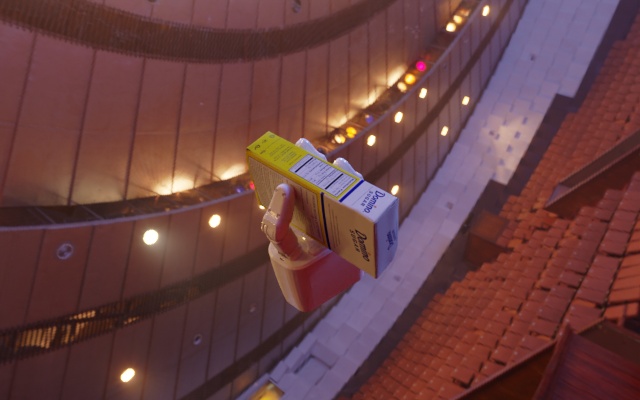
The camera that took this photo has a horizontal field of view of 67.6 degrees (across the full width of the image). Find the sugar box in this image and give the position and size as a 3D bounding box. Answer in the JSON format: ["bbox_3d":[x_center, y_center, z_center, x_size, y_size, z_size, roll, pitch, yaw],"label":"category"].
[{"bbox_3d":[0.000,0.001,0.508,0.176,0.093,0.048,28,57,28],"label":"sugar box"}]
